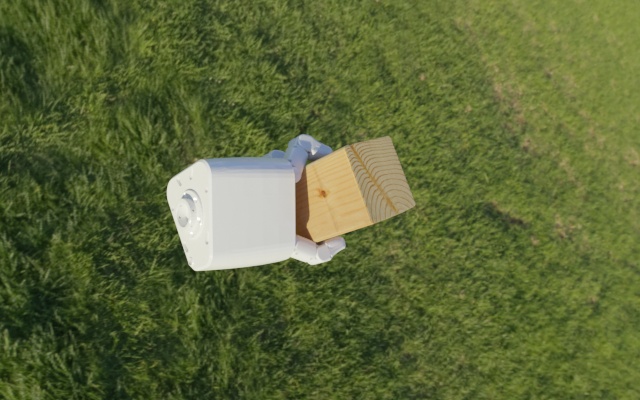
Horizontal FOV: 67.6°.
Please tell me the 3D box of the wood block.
[{"bbox_3d":[0.000,0.002,0.601,0.206,0.091,0.090,-22,-2,44],"label":"wood block"}]
